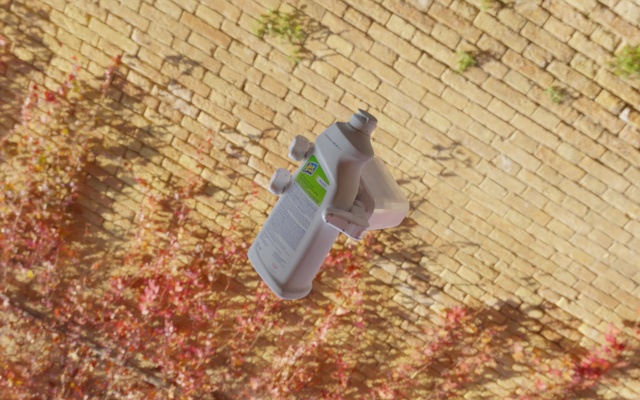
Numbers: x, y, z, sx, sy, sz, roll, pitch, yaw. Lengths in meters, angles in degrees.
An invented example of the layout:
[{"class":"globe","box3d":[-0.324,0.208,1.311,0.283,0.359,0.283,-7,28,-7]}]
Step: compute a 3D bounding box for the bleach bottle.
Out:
[{"class":"bleach bottle","box3d":[0.000,0.002,0.610,0.068,0.251,0.102,2,36,-51]}]
